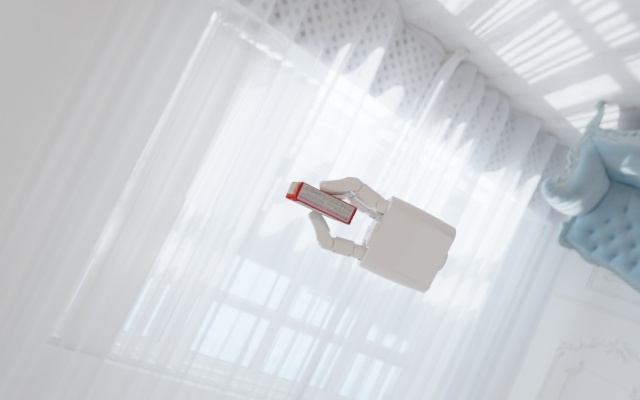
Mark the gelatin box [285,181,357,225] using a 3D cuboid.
[{"bbox_3d":[0.000,0.003,0.682,0.089,0.030,0.073,25,-4,-14],"label":"gelatin box"}]
